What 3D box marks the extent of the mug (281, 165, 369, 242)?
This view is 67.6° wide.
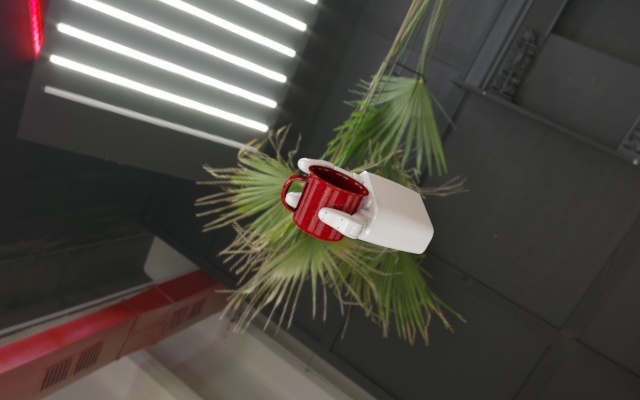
[{"bbox_3d":[-0.001,0.002,0.677,0.117,0.081,0.093,18,18,-20],"label":"mug"}]
